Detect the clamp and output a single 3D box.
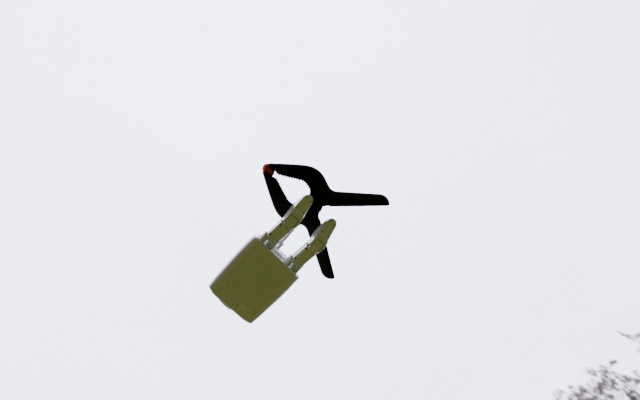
[{"bbox_3d":[-0.001,0.002,0.764,0.210,0.164,0.036,45,-5,-15],"label":"clamp"}]
